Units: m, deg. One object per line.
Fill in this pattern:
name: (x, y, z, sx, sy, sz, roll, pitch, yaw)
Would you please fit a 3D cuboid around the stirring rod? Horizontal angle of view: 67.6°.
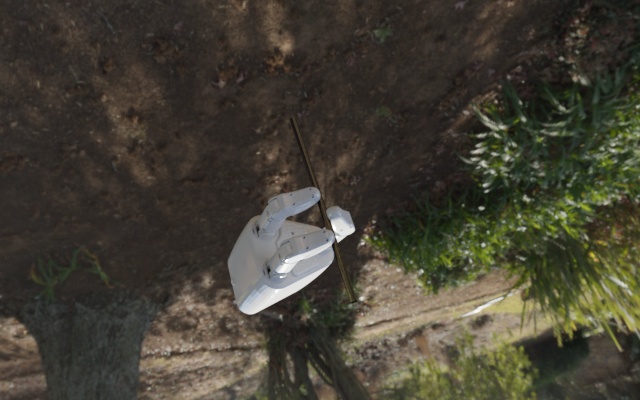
stirring rod: (0.000, 0.002, 0.545, 0.011, 0.239, 0.011, -15, -25, -7)
